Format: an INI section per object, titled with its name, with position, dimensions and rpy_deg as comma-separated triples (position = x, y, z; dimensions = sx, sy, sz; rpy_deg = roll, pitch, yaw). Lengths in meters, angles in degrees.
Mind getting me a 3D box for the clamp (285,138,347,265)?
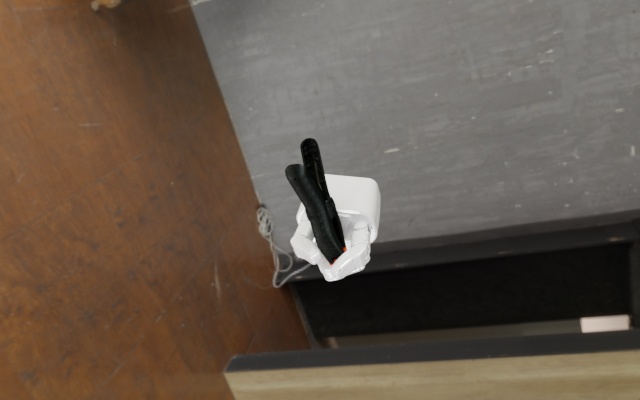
[clamp]
position = 0.001, 0.002, 0.628
dimensions = 0.039, 0.171, 0.120
rpy_deg = -9, 31, 18
